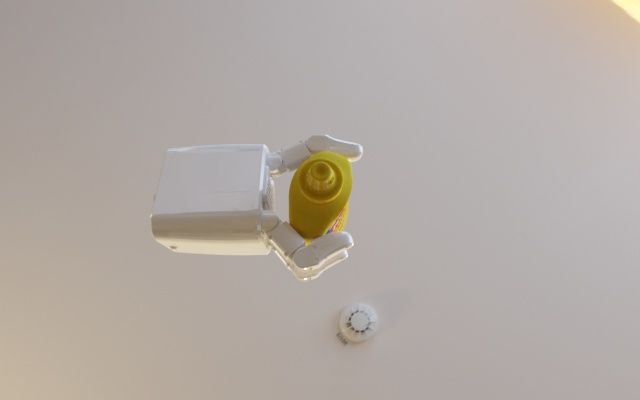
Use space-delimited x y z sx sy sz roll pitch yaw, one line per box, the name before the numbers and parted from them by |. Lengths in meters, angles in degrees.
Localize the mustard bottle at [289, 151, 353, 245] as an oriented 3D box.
mustard bottle | 0.000 0.002 0.500 0.058 0.096 0.192 23 -15 7
